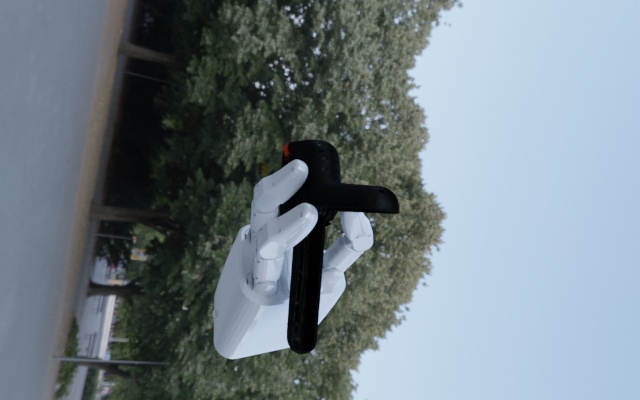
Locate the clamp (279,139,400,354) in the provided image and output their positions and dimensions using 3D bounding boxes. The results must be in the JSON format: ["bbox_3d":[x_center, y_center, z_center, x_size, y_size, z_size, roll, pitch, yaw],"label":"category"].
[{"bbox_3d":[0.001,0.001,0.421,0.036,0.165,0.209,14,39,-24],"label":"clamp"}]
